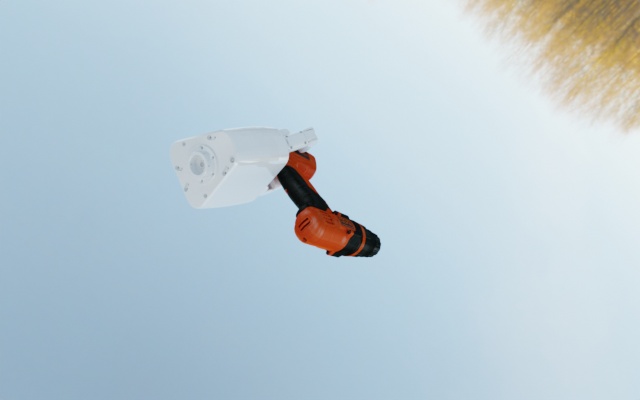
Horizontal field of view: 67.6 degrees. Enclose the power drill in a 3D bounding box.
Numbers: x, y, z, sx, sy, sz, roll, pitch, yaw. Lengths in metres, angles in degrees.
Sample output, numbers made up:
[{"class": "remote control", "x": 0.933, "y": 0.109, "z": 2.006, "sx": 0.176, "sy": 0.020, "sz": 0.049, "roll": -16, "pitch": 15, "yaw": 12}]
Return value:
[{"class": "power drill", "x": 0.000, "y": 0.002, "z": 0.698, "sx": 0.184, "sy": 0.057, "sz": 0.187, "roll": 24, "pitch": 25, "yaw": -54}]
